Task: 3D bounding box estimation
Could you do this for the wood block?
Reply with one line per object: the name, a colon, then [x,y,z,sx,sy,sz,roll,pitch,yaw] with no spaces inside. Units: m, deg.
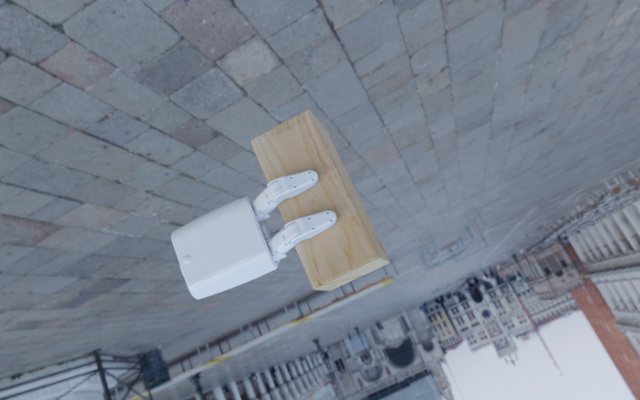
wood block: [0.000,0.002,0.614,0.090,0.206,0.091,-27,-17,9]
